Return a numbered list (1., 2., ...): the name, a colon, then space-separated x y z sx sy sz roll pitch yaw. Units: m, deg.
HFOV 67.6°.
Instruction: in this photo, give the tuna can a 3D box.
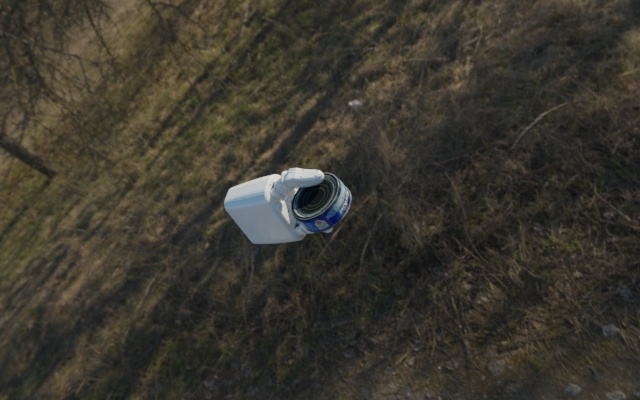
1. tuna can: 0.000 0.002 0.692 0.086 0.086 0.034 0 -34 41
